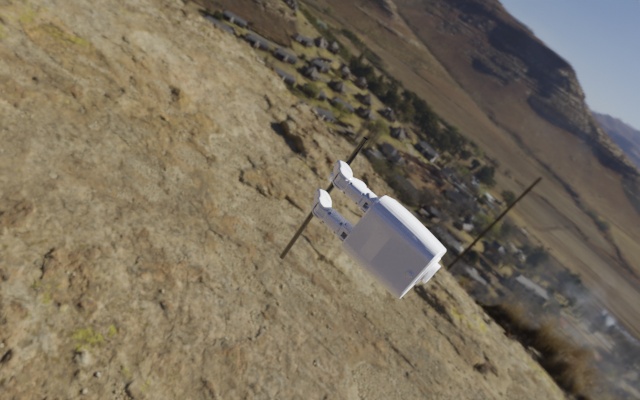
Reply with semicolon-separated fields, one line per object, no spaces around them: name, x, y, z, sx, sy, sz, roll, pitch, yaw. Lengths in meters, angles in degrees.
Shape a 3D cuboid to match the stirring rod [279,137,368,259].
stirring rod;0.000;0.002;0.718;0.011;0.240;0.011;28;26;-15
